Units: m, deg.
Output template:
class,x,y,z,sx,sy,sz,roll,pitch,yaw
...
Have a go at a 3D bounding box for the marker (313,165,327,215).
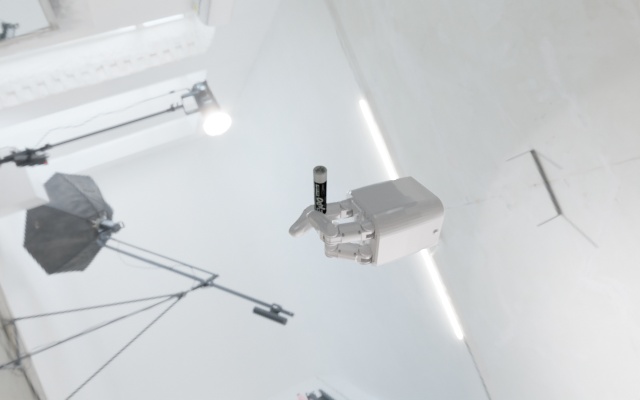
class,x,y,z,sx,sy,sz,roll,pitch,yaw
marker,0.000,0.002,0.658,0.020,0.020,0.121,0,-44,1
